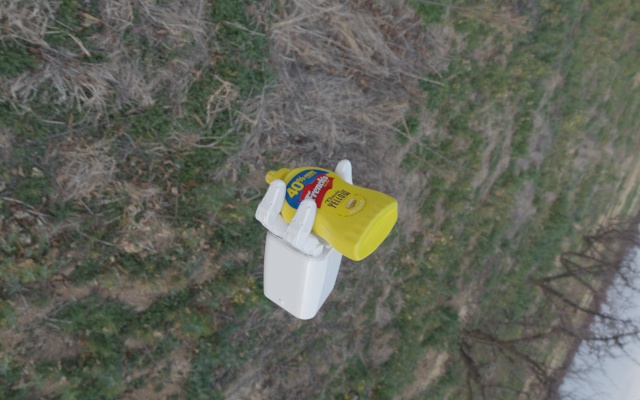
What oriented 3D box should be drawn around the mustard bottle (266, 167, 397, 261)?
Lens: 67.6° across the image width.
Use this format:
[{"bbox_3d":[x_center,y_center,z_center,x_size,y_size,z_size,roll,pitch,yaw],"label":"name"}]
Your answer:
[{"bbox_3d":[0.000,0.002,0.639,0.191,0.058,0.096,26,56,31],"label":"mustard bottle"}]
